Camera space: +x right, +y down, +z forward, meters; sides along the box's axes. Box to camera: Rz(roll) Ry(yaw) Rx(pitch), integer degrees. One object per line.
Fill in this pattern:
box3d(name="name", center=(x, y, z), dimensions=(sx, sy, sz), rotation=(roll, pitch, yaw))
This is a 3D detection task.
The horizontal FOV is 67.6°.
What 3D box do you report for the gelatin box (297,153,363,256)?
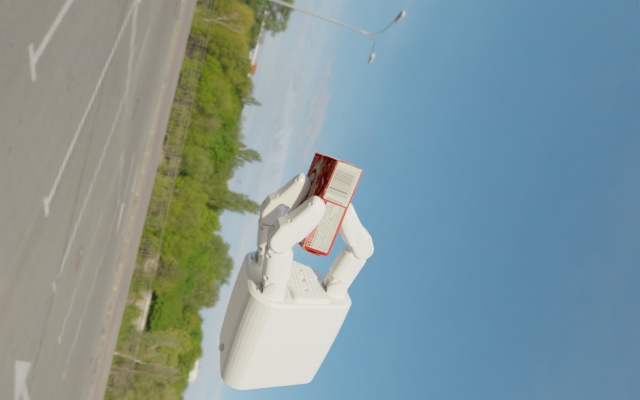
box3d(name="gelatin box", center=(0.001, 0.001, 0.463), dimensions=(0.030, 0.089, 0.073), rotation=(21, 4, -19))
